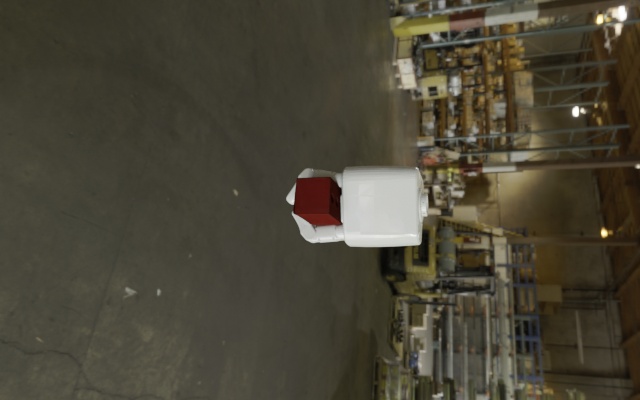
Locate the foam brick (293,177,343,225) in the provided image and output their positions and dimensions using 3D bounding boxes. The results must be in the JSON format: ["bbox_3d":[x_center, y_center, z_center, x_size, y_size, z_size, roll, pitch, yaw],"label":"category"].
[{"bbox_3d":[0.000,0.002,0.677,0.051,0.053,0.078,0,-14,18],"label":"foam brick"}]
